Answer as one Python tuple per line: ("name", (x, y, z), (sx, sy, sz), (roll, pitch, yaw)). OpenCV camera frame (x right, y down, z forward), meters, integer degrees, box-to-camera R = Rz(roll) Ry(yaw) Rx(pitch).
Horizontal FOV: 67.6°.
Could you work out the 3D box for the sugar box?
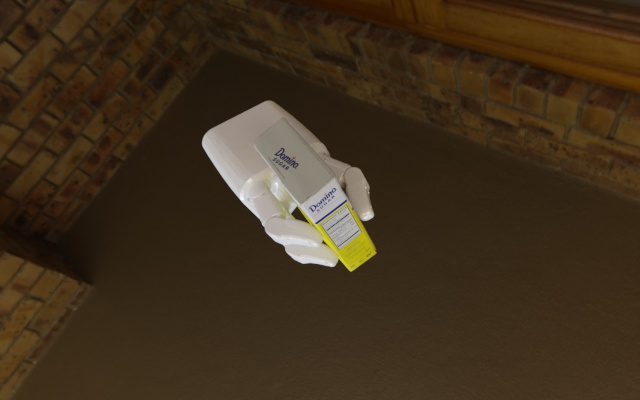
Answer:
("sugar box", (0.000, 0.002, 0.494), (0.048, 0.093, 0.176), (-39, -33, -1))
